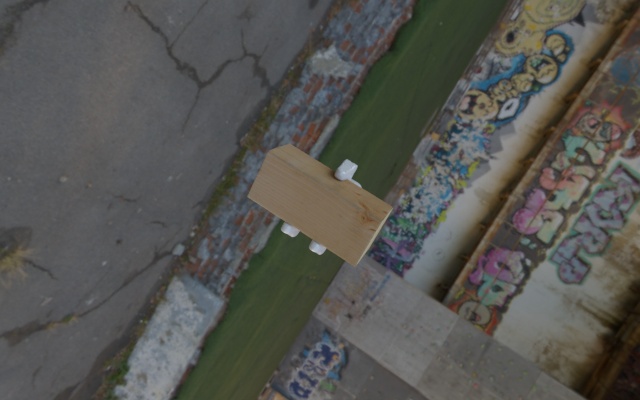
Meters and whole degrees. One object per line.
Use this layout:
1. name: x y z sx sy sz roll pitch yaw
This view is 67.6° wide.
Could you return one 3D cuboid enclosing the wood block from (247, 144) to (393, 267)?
1. wood block: 0.001 0.002 0.772 0.206 0.091 0.090 32 22 10
